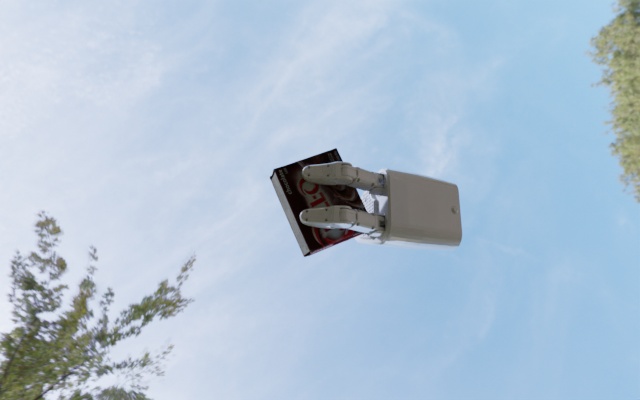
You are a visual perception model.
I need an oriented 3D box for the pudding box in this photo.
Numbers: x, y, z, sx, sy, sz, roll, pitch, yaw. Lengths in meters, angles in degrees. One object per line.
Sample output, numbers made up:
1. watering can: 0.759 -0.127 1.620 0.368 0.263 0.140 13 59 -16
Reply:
1. pudding box: 0.000 0.002 0.592 0.090 0.113 0.039 -21 -12 -24
